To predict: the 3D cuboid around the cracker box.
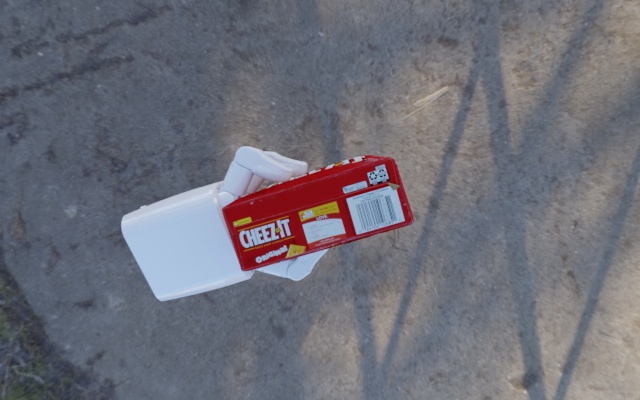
[{"bbox_3d":[0.000,0.002,0.526,0.164,0.072,0.213,-17,5,4],"label":"cracker box"}]
